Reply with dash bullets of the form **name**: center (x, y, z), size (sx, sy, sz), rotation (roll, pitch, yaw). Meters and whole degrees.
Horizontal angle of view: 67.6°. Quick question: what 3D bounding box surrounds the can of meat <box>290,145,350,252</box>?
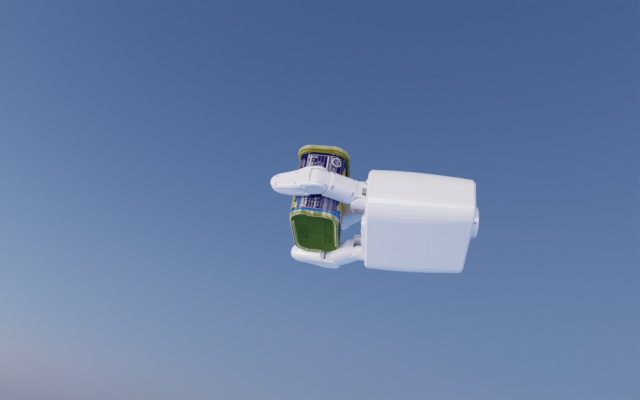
- **can of meat**: center (0.000, 0.002, 0.536), size (0.057, 0.084, 0.102), rotation (6, -28, 6)
